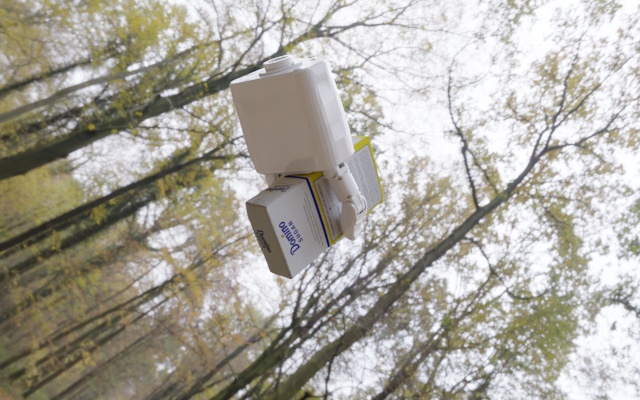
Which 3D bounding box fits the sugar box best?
[{"bbox_3d":[0.000,0.002,0.553,0.048,0.093,0.176,10,35,46],"label":"sugar box"}]
